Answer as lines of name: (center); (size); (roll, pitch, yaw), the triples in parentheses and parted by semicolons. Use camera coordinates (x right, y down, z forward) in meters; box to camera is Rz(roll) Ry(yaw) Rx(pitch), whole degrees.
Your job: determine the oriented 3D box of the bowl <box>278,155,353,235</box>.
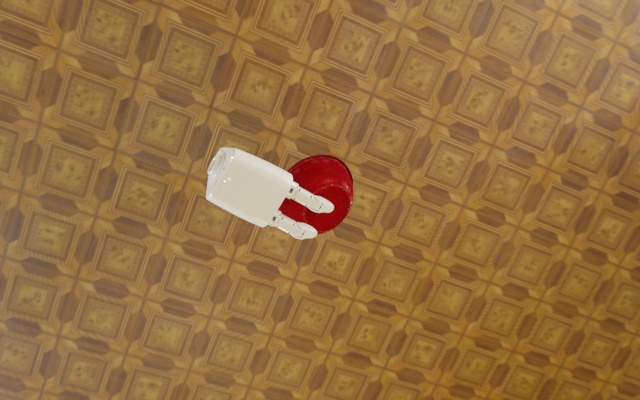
bowl: (0.001, 0.003, 0.848); (0.162, 0.162, 0.055); (0, 27, -30)
